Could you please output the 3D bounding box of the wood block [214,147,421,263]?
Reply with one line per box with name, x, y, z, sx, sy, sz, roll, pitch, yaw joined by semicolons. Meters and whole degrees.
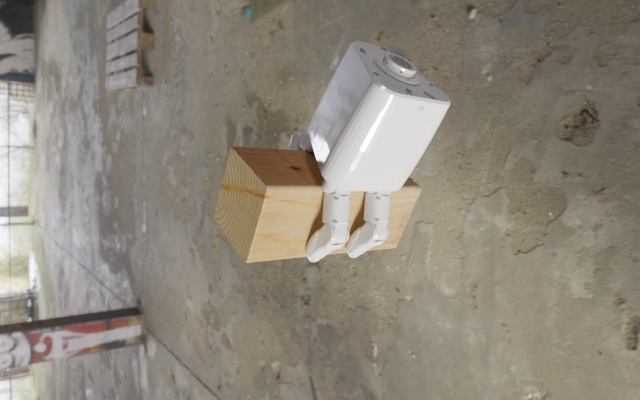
wood block;0.000;0.001;0.539;0.206;0.090;0.090;-1;31;-36
